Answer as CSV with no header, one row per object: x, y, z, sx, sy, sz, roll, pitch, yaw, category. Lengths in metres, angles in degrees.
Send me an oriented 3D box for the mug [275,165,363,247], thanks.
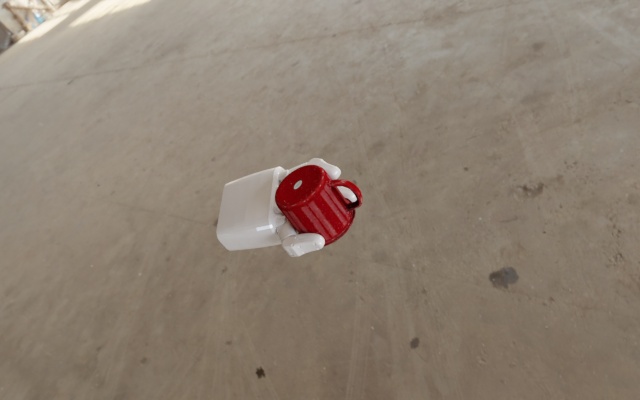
0.001,0.002,0.657,0.117,0.093,0.081,-15,-48,27,mug
